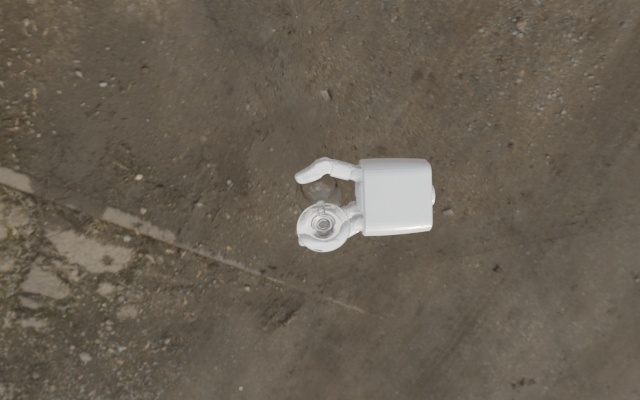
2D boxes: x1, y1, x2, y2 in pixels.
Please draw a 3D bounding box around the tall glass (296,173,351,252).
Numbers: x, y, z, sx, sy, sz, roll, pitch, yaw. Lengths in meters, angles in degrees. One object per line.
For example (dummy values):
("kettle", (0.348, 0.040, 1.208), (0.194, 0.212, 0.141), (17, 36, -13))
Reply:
("tall glass", (0.000, 0.003, 0.744), (0.079, 0.079, 0.201), (0, 21, -3))
